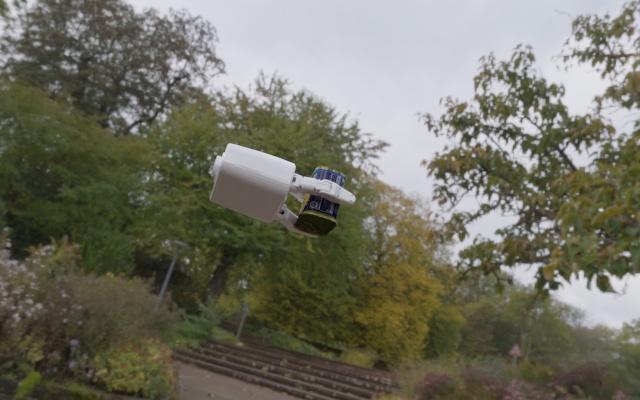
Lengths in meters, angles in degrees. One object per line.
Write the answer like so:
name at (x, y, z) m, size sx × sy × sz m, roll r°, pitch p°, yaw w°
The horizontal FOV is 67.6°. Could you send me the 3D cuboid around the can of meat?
can of meat at (0.000, 0.002, 0.772) m, size 0.057 × 0.084 × 0.102 m, roll 17°, pitch -21°, yaw -8°
